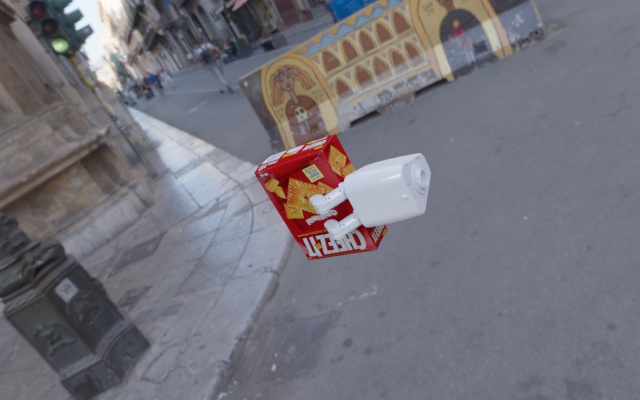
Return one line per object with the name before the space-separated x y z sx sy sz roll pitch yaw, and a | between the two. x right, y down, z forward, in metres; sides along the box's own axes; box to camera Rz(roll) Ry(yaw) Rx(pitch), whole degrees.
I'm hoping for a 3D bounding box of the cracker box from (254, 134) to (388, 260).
cracker box | 0.000 0.003 0.876 0.164 0.214 0.072 -13 26 36
